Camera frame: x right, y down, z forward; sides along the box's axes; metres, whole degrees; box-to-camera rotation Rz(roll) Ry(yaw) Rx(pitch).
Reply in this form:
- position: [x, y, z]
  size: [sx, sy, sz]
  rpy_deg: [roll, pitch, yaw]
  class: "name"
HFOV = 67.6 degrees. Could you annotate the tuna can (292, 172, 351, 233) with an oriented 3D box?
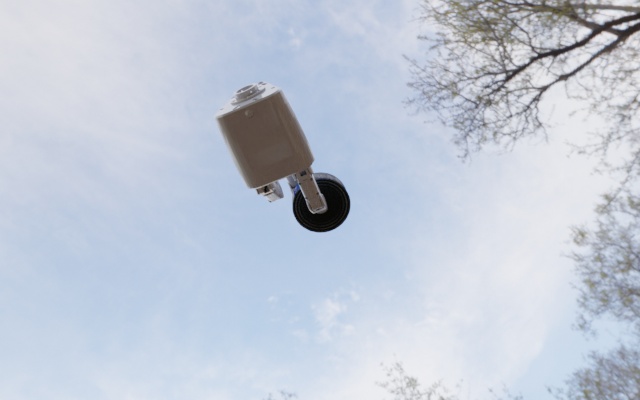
- position: [0.000, 0.002, 0.710]
  size: [0.086, 0.086, 0.033]
  rpy_deg: [0, 23, -6]
  class: "tuna can"
